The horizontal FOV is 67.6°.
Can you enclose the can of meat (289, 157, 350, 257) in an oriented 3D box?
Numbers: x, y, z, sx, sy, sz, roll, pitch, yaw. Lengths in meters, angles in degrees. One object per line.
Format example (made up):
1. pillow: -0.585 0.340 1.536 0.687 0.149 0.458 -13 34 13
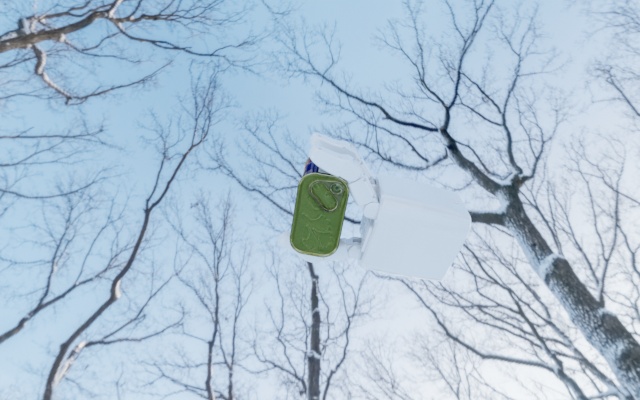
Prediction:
1. can of meat: 0.000 0.002 0.570 0.057 0.102 0.084 9 24 -1
